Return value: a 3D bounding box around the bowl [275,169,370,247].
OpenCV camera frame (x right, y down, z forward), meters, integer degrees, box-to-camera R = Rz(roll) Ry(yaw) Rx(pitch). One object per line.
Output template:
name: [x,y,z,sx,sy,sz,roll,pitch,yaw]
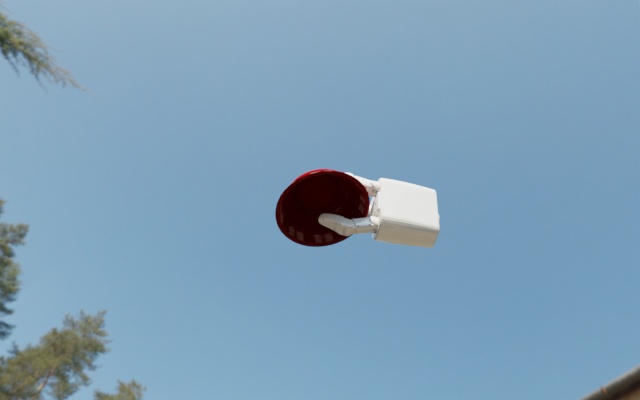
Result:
bowl: [-0.001,0.002,0.819,0.162,0.162,0.055,0,37,-13]
